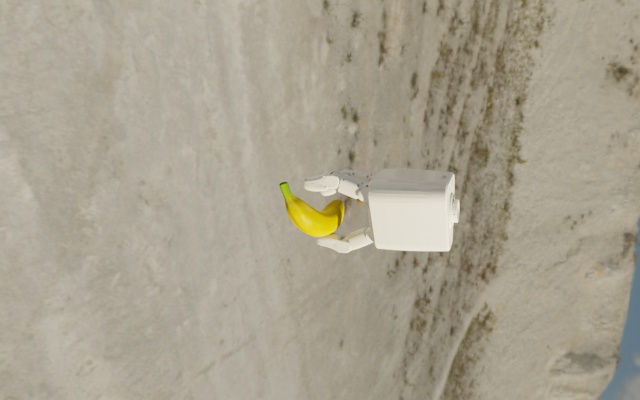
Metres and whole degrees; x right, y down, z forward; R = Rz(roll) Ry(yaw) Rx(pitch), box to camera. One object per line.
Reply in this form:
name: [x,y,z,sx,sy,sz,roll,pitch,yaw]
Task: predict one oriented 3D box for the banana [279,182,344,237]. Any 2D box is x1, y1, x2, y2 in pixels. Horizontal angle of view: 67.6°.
banana: [-0.001,0.020,0.710,0.037,0.069,0.198,-4,-9,23]
